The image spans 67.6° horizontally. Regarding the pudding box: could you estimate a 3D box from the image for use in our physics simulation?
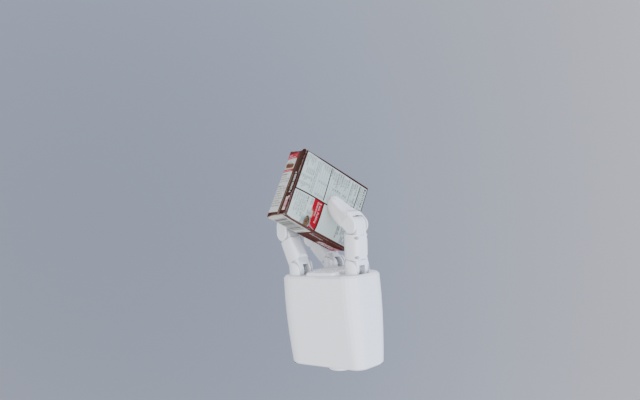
[{"bbox_3d":[0.000,0.002,0.590,0.113,0.090,0.039,31,-23,-34],"label":"pudding box"}]
